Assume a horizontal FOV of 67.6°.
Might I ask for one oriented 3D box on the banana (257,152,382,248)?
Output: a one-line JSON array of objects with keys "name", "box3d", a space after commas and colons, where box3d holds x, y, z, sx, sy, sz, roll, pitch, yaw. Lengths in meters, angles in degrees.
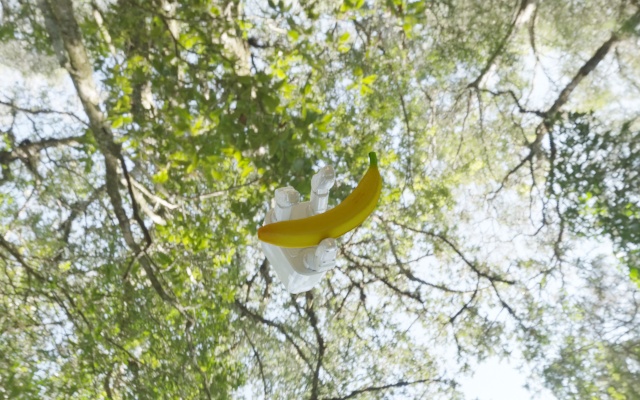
[{"name": "banana", "box3d": [0.014, 0.015, 0.609, 0.197, 0.069, 0.037, -35, -8, -24]}]
